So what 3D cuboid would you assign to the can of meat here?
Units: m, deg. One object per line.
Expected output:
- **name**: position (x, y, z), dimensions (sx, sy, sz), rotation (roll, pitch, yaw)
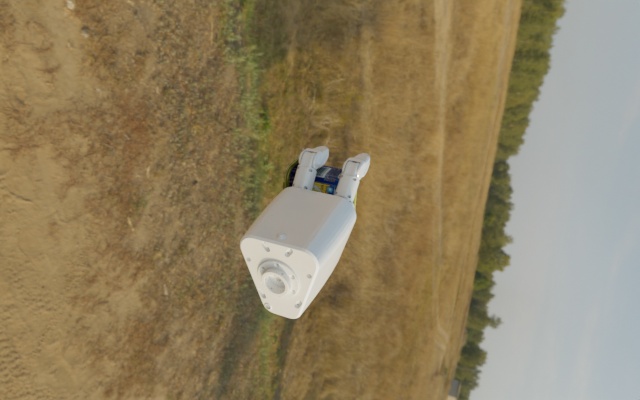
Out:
- **can of meat**: position (0.000, 0.002, 0.632), dimensions (0.084, 0.102, 0.057), rotation (13, 30, 19)
